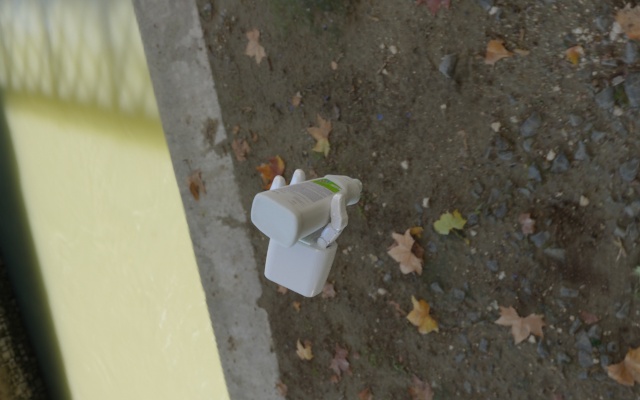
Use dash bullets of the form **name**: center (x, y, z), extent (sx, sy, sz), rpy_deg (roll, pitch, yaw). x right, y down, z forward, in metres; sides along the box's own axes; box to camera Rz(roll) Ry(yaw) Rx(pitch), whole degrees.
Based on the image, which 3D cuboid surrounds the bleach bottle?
- **bleach bottle**: center (0.000, 0.003, 0.840), extent (0.102, 0.068, 0.251), rpy_deg (31, 31, 28)
